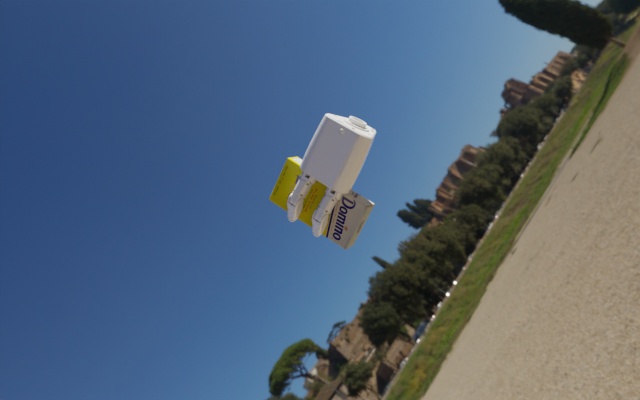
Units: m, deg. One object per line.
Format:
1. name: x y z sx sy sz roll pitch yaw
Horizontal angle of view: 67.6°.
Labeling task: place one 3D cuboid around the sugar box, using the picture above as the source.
1. sugar box: 0.000 0.003 0.867 0.176 0.093 0.048 32 20 19
